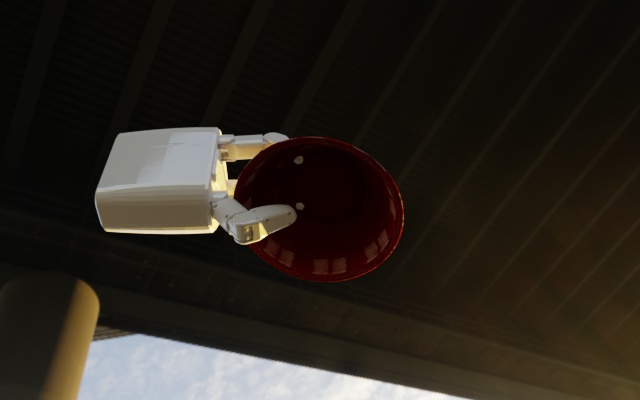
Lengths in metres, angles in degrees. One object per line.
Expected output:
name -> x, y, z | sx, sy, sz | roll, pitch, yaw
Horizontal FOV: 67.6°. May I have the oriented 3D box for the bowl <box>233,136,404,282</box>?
bowl -> 0.001, 0.002, 0.469 | 0.162, 0.162, 0.055 | 0, 31, 10
